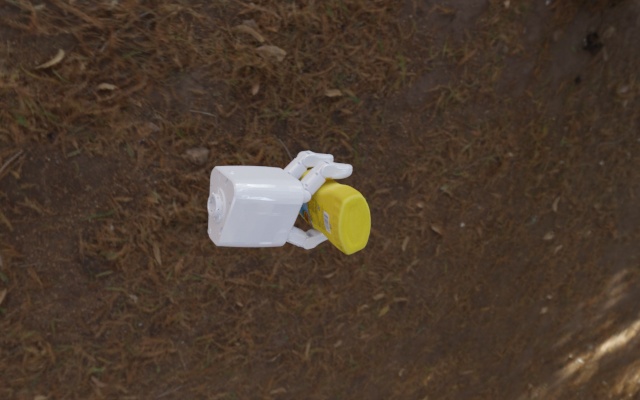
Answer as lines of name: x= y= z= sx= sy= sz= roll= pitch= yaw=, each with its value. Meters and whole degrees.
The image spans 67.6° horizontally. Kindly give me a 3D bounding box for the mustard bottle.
mustard bottle: x=0.001 y=0.002 z=0.744 sx=0.058 sy=0.096 sz=0.191 roll=-22 pitch=31 yaw=-24
